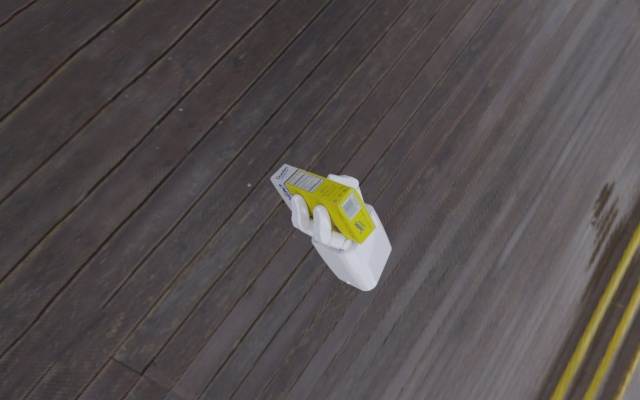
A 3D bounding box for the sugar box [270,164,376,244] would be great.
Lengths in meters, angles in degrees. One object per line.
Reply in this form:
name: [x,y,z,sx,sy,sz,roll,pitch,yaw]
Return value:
sugar box: [0.000,0.003,0.772,0.176,0.048,0.093,18,-31,46]
